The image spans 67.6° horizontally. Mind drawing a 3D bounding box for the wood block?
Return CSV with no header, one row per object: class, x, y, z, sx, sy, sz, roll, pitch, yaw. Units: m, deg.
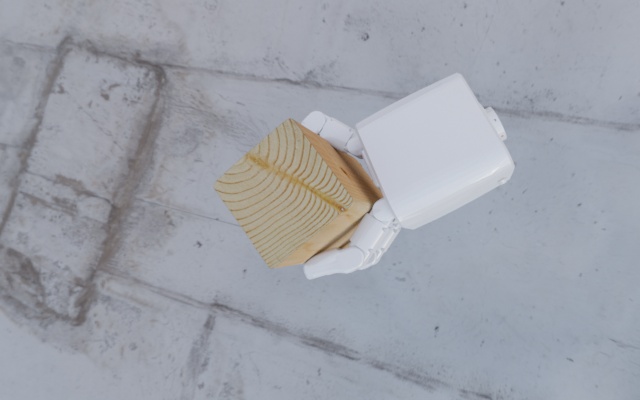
wood block,0.000,0.001,0.475,0.090,0.091,0.206,-39,-15,12
